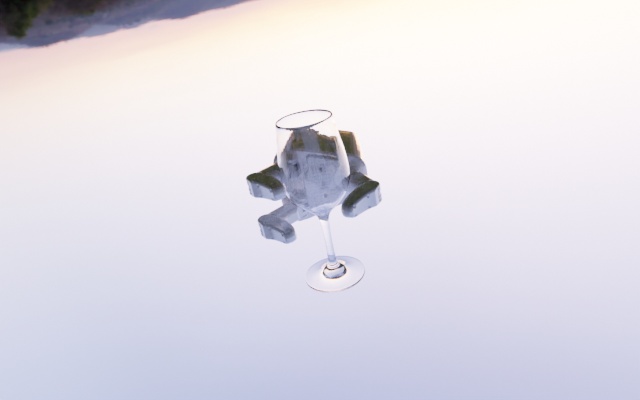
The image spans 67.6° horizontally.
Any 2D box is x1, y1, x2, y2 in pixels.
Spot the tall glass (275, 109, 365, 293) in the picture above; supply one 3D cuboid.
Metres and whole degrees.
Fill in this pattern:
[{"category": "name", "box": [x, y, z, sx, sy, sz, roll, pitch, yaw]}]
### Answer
[{"category": "tall glass", "box": [0.000, 0.002, 0.543, 0.079, 0.201, 0.079, -9, 26, 5]}]
